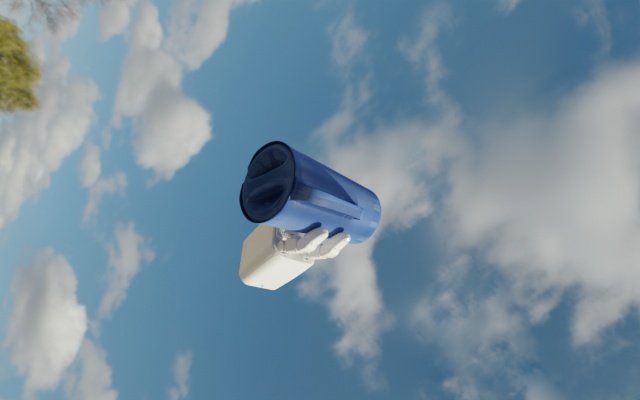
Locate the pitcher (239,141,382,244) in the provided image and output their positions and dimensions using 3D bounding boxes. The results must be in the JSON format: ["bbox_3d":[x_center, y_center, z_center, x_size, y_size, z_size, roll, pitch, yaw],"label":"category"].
[{"bbox_3d":[0.000,0.003,0.807,0.243,0.149,0.145,20,-49,-43],"label":"pitcher"}]
